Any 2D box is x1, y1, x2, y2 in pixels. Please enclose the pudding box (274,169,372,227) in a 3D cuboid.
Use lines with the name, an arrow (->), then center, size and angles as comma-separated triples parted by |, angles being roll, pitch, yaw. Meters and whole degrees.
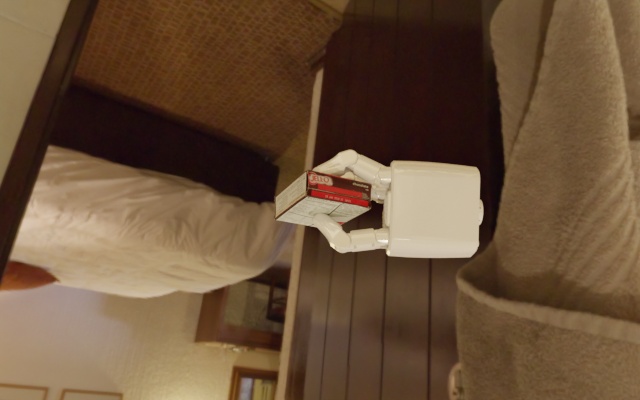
pudding box -> 0.000, 0.002, 0.615 | 0.090, 0.039, 0.113 | 12, -24, -23
